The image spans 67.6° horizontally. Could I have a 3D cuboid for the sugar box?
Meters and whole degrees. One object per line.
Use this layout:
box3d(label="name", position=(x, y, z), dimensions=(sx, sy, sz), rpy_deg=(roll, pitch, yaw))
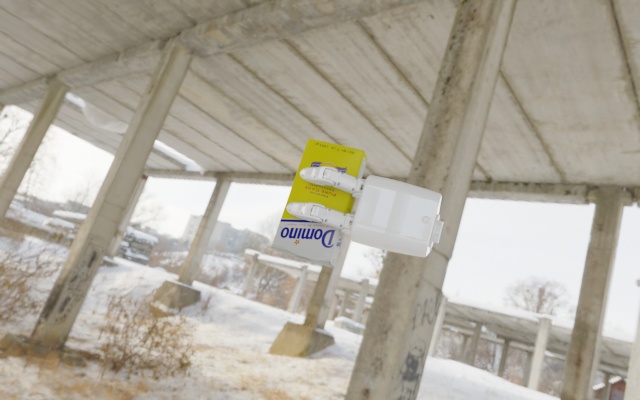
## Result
box3d(label="sugar box", position=(0.000, 0.002, 0.710), dimensions=(0.093, 0.176, 0.048), rpy_deg=(14, -15, 16))
